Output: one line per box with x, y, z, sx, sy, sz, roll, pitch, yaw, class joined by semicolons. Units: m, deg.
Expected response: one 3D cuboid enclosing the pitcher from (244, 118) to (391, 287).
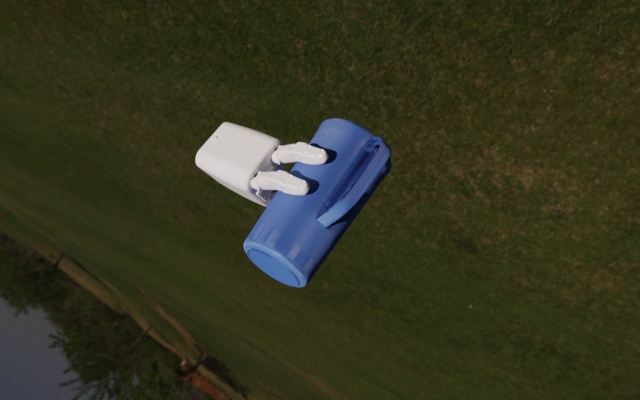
0.000;0.002;0.708;0.145;0.242;0.149;25;-26;20;pitcher
